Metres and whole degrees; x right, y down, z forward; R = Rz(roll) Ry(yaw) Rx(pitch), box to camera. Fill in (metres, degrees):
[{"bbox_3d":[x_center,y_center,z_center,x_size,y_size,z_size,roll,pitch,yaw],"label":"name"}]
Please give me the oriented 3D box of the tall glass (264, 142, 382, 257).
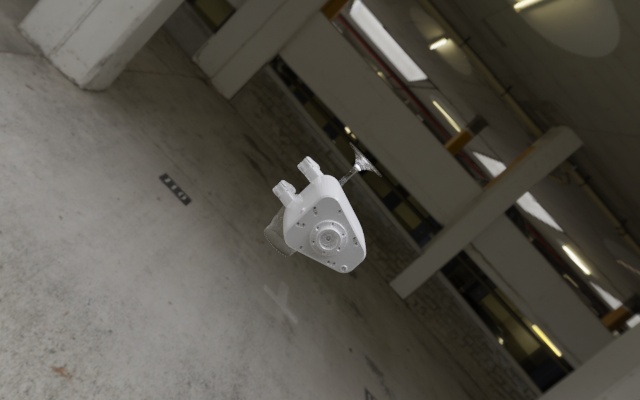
[{"bbox_3d":[0.001,0.002,0.768,0.201,0.079,0.079,-43,-9,10],"label":"tall glass"}]
